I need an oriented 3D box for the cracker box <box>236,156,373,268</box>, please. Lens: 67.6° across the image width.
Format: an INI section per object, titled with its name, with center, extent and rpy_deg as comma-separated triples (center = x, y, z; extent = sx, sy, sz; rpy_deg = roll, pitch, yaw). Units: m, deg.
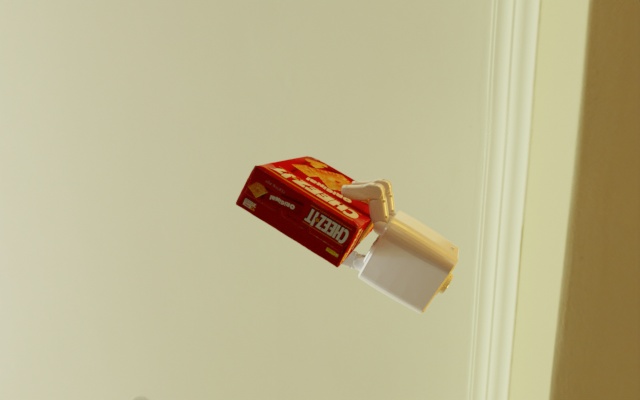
[cracker box]
center = 0.000, 0.002, 0.713
extent = 0.164, 0.072, 0.213
rpy_deg = 30, 16, 11
